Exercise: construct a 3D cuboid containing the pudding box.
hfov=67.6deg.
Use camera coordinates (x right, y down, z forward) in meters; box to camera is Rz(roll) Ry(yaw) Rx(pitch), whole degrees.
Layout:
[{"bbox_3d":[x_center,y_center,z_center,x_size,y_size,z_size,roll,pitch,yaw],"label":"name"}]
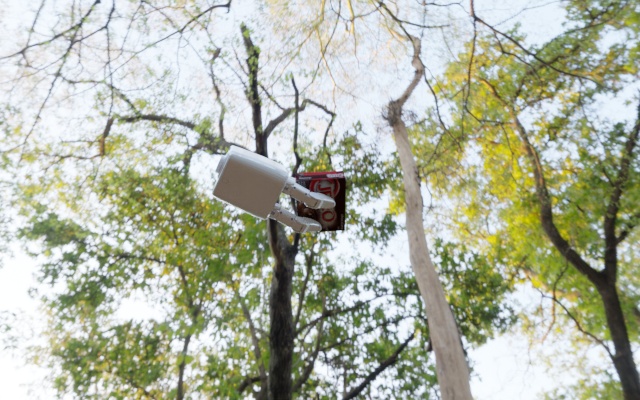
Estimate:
[{"bbox_3d":[0.000,0.003,0.878,0.090,0.114,0.039,-3,30,-4],"label":"pudding box"}]
